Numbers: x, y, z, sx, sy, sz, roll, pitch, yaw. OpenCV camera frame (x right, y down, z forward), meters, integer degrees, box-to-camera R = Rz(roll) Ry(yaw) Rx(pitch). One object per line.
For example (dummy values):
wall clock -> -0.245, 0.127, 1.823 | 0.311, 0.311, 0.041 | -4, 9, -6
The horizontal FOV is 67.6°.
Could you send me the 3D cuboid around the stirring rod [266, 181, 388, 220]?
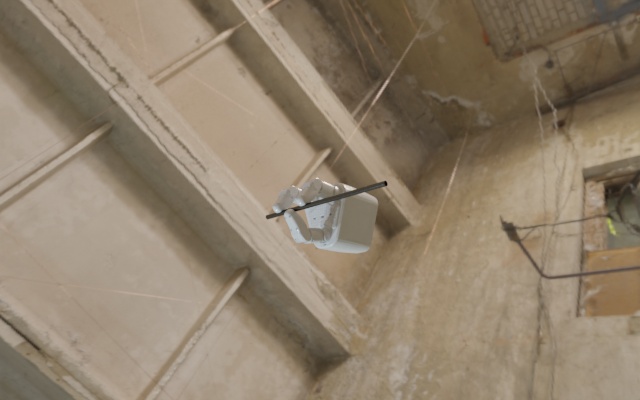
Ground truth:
stirring rod -> 0.000, 0.002, 0.731 | 0.239, 0.011, 0.011 | -16, -10, 39
